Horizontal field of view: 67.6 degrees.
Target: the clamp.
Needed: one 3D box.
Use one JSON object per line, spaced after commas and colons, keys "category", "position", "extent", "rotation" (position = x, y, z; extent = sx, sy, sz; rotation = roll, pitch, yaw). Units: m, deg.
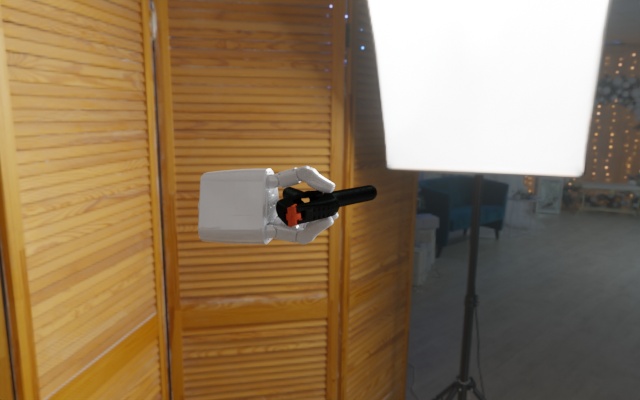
{"category": "clamp", "position": [0.000, 0.002, 0.731], "extent": [0.164, 0.036, 0.210], "rotation": [-3, 10, 10]}
